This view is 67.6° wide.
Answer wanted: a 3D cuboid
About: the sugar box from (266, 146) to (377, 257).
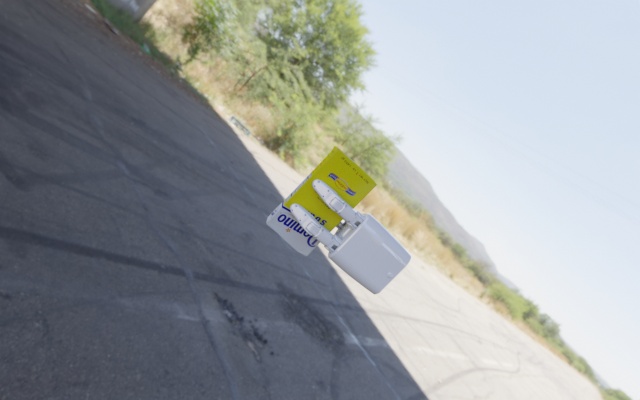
[{"bbox_3d":[0.000,0.003,0.807,0.093,0.176,0.048,42,7,-11],"label":"sugar box"}]
